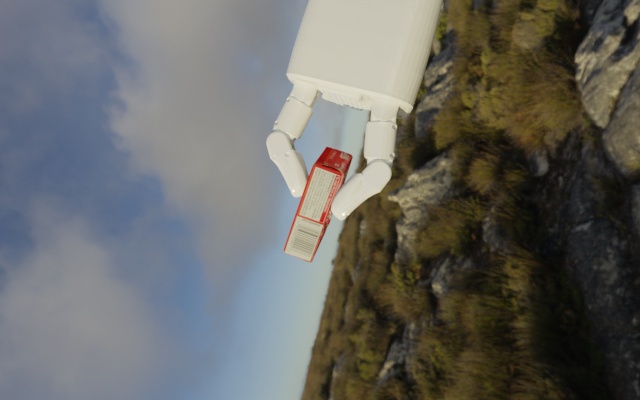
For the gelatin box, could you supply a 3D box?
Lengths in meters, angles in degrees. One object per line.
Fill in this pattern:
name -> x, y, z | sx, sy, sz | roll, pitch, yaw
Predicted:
gelatin box -> 0.000, 0.002, 0.434 | 0.030, 0.089, 0.073 | 21, 18, 3
